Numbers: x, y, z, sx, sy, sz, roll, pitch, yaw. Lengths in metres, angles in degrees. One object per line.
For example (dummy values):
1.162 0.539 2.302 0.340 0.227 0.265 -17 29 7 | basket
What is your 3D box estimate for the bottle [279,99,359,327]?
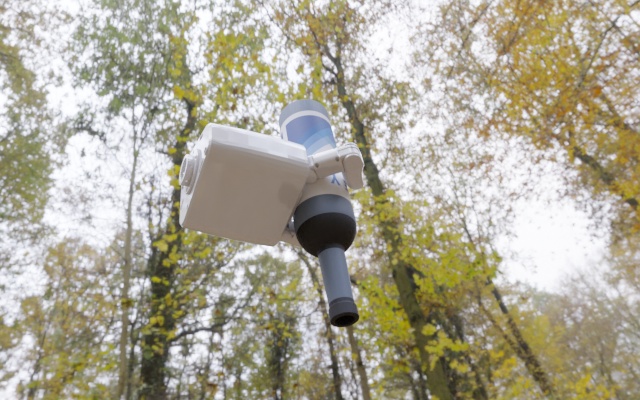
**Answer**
0.000 0.002 0.534 0.069 0.295 0.069 -7 -41 -6 | bottle
